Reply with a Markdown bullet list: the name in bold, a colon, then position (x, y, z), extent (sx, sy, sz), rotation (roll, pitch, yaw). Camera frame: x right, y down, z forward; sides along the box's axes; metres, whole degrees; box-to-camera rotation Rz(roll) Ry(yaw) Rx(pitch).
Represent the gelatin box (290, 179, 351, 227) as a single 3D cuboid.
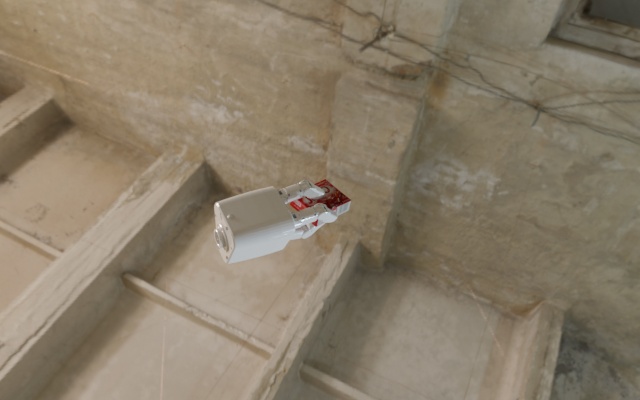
- **gelatin box**: position (0.000, 0.003, 0.882), extent (0.089, 0.030, 0.073), rotation (-25, 53, -37)
